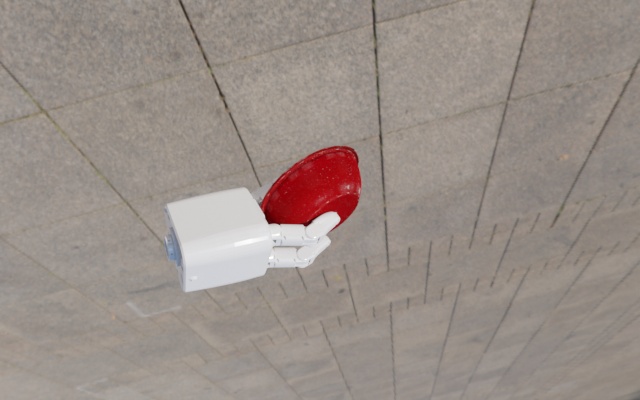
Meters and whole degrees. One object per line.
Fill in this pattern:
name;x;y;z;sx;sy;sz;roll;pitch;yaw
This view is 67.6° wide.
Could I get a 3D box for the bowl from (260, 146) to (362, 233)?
bowl;0.001;0.002;0.651;0.162;0.055;0.162;-30;-26;-16
